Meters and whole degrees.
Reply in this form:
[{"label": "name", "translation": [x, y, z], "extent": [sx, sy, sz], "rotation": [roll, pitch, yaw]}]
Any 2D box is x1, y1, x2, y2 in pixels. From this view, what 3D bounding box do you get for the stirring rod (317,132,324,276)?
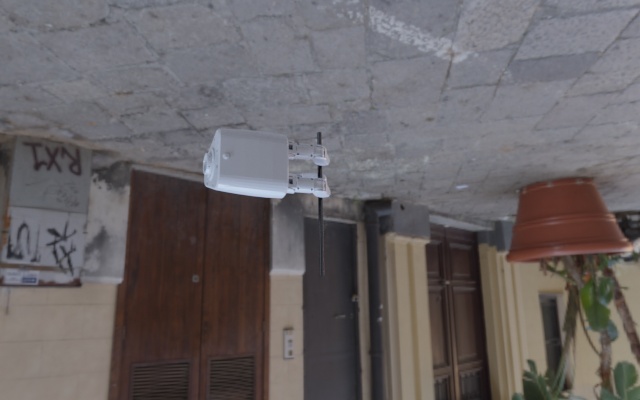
[{"label": "stirring rod", "translation": [0.000, 0.002, 0.785], "extent": [0.011, 0.239, 0.011], "rotation": [-1, -12, 0]}]
